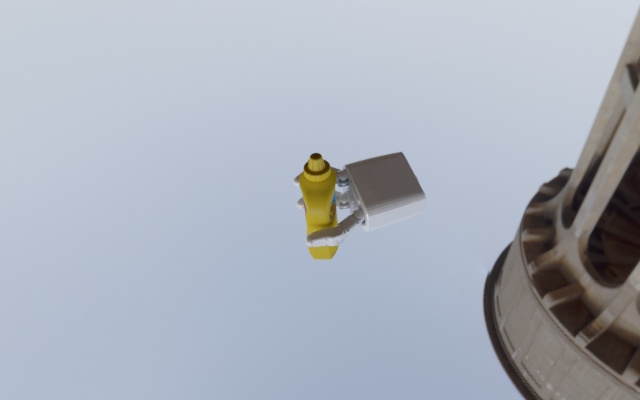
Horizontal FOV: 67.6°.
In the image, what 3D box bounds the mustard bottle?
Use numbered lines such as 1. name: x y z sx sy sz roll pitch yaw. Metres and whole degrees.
1. mustard bottle: 0.000 0.003 0.765 0.058 0.096 0.192 1 -45 6
